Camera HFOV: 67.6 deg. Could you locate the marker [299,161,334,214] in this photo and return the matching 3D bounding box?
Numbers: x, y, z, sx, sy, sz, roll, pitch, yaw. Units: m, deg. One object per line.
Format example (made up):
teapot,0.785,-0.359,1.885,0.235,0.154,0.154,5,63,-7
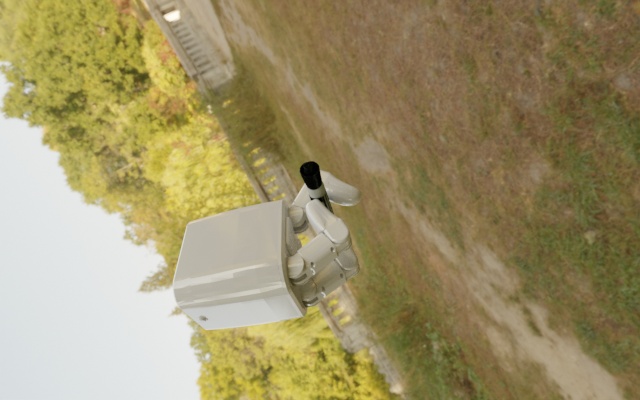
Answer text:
marker,0.000,0.002,0.481,0.020,0.020,0.121,0,-33,13
